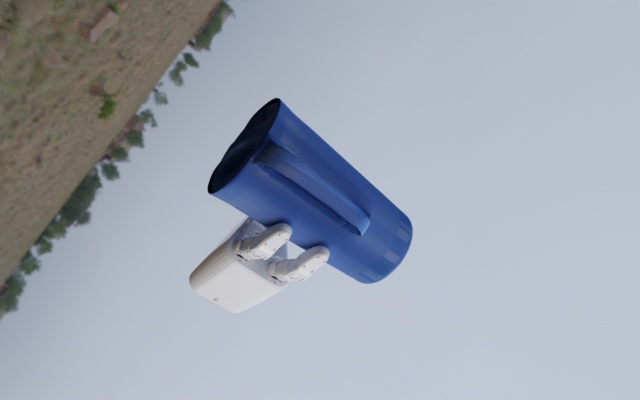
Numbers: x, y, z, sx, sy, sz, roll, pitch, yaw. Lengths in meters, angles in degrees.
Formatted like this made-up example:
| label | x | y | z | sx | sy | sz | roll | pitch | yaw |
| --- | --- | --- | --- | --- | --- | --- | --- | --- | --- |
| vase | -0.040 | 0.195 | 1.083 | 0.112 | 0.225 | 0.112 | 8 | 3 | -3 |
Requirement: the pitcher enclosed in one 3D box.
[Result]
| label | x | y | z | sx | sy | sz | roll | pitch | yaw |
| --- | --- | --- | --- | --- | --- | --- | --- | --- | --- |
| pitcher | 0.000 | 0.002 | 0.573 | 0.243 | 0.149 | 0.145 | 36 | -53 | -23 |
